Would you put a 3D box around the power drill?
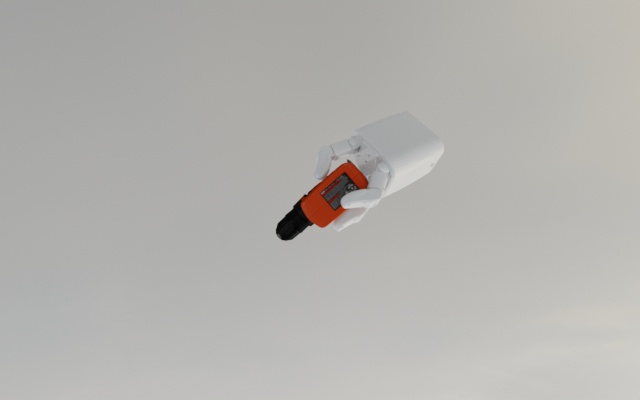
[{"bbox_3d":[0.000,0.002,0.787,0.184,0.057,0.187,-44,5,-5],"label":"power drill"}]
